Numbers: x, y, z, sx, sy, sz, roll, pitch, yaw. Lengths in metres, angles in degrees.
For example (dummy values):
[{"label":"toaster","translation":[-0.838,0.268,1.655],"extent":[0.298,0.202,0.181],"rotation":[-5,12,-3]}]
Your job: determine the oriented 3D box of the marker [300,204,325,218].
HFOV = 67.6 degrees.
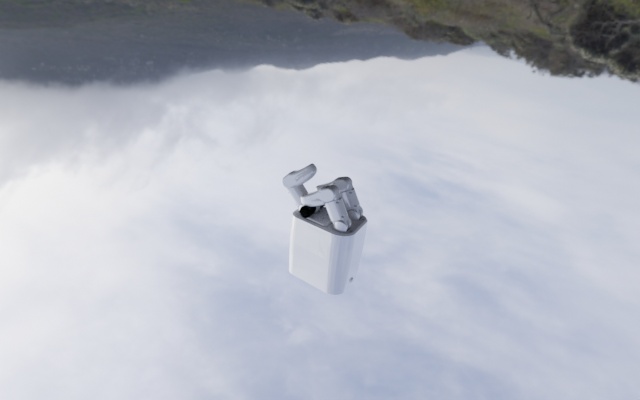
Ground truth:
[{"label":"marker","translation":[0.000,0.002,0.753],"extent":[0.020,0.020,0.121],"rotation":[0,16,26]}]
